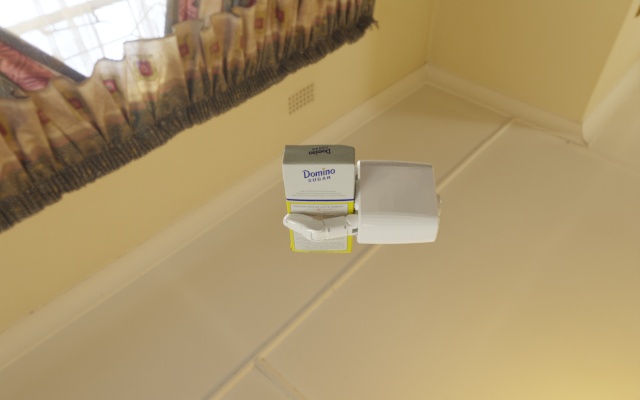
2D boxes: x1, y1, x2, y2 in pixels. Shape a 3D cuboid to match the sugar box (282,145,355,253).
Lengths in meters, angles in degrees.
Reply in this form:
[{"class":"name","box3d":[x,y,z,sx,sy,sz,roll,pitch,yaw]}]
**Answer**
[{"class":"sugar box","box3d":[0.000,0.002,0.661,0.093,0.176,0.048,1,44,2]}]
